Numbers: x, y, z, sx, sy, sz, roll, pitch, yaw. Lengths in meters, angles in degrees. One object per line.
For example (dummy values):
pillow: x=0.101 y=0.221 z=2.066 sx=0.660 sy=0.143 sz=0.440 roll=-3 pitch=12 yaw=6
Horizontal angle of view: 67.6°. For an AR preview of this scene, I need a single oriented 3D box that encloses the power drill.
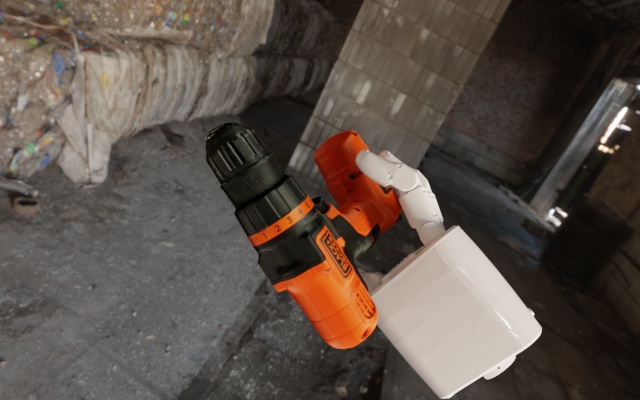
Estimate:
power drill: x=0.000 y=0.001 z=0.402 sx=0.057 sy=0.184 sz=0.187 roll=-26 pitch=11 yaw=29
